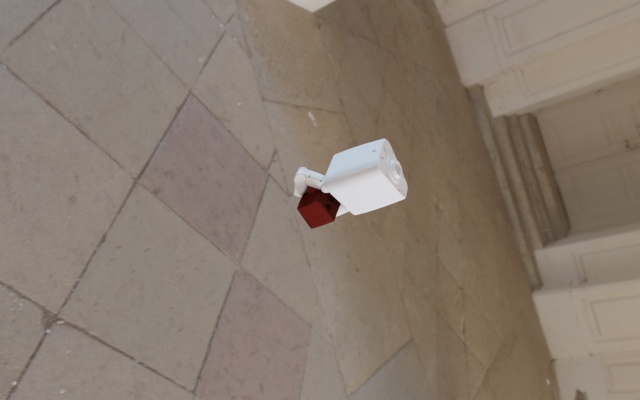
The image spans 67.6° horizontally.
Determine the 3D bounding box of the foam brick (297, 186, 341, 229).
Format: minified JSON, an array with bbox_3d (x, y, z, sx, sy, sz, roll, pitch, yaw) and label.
[{"bbox_3d":[0.000,0.003,0.875,0.051,0.053,0.078,-18,32,31],"label":"foam brick"}]
